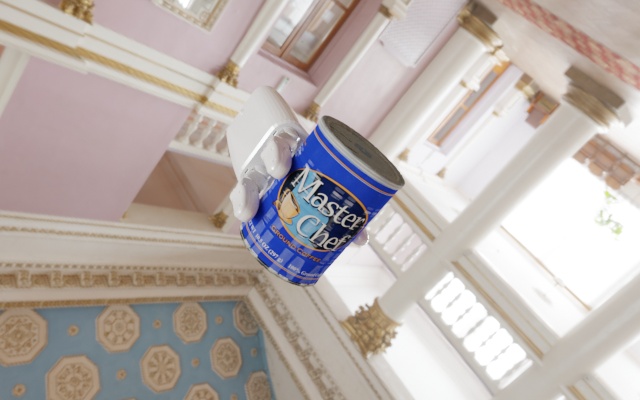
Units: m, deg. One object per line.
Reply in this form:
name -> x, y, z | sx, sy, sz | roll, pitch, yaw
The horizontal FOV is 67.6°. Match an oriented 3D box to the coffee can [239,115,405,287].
coffee can -> 0.000, 0.002, 0.479 | 0.103, 0.140, 0.102 | 35, 19, -14
